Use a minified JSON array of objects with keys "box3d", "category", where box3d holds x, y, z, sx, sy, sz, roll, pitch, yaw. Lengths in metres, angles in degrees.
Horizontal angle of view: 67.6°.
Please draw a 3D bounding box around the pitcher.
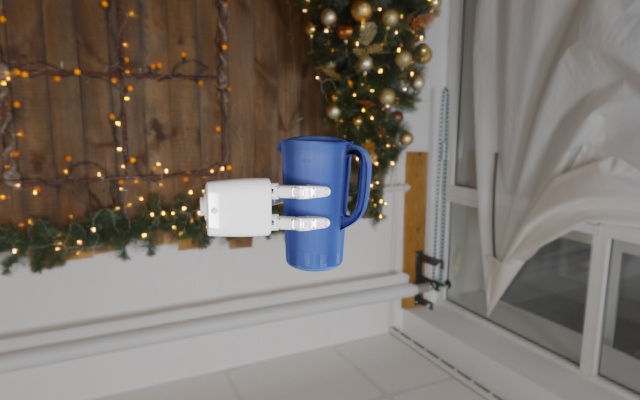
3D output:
[{"box3d":[0.000,0.003,0.880,0.145,0.243,0.149,-2,10,-18],"category":"pitcher"}]
